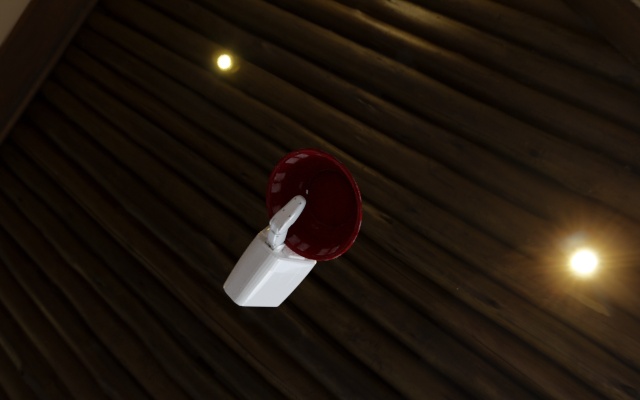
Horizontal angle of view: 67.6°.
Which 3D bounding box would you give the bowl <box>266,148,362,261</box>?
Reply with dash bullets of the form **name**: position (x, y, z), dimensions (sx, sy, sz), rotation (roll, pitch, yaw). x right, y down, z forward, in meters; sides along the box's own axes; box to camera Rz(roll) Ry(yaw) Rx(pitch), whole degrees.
- **bowl**: position (0.001, 0.001, 0.690), dimensions (0.162, 0.162, 0.055), rotation (0, 11, 34)
